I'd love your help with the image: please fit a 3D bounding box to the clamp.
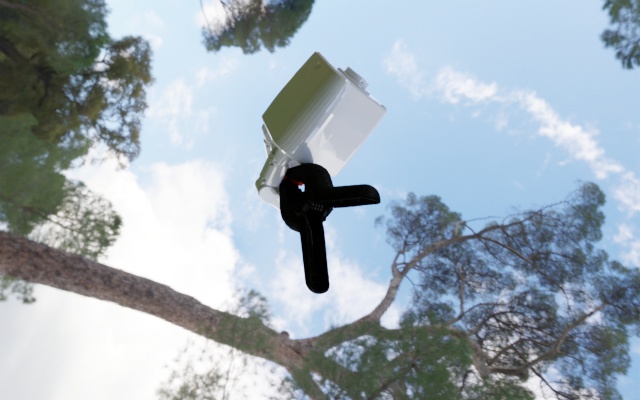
[{"bbox_3d":[0.000,0.002,0.510,0.039,0.120,0.171,25,23,-38],"label":"clamp"}]
